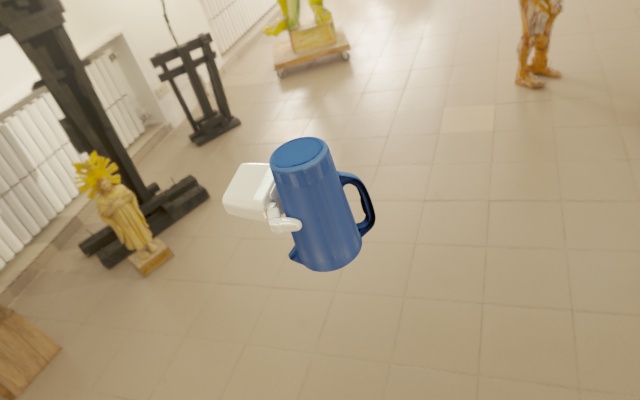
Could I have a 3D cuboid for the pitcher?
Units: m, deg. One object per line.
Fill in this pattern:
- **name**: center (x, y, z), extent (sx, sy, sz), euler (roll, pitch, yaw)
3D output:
- **pitcher**: center (0.000, 0.003, 0.895), extent (0.145, 0.243, 0.149), euler (8, 44, 31)
